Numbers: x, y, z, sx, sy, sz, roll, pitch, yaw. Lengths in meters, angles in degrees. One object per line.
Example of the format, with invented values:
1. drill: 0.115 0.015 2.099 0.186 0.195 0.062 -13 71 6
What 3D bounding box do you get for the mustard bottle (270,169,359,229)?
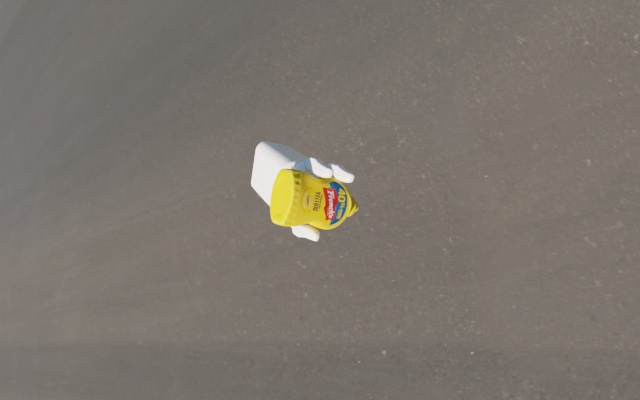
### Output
1. mustard bottle: 0.000 0.003 0.857 0.058 0.096 0.191 7 -1 45
